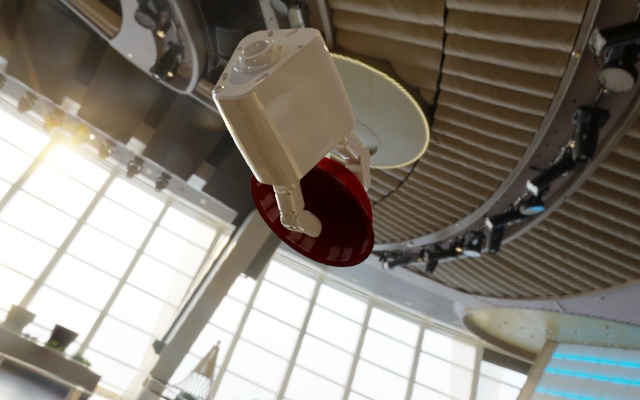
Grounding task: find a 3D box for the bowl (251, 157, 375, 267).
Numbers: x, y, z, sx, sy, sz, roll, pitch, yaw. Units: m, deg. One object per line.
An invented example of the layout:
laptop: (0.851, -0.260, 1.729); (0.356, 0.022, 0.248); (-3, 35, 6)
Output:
bowl: (0.000, 0.002, 0.555); (0.162, 0.162, 0.055); (0, 38, 40)
